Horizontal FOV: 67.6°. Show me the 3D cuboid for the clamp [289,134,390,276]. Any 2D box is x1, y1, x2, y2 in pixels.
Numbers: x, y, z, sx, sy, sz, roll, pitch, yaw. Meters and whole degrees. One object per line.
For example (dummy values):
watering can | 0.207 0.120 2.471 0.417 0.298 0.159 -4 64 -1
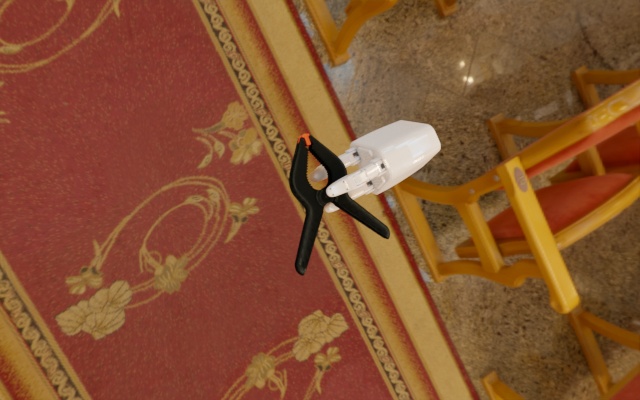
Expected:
clamp | 0.000 0.002 0.738 0.164 0.210 0.036 -28 7 -17
